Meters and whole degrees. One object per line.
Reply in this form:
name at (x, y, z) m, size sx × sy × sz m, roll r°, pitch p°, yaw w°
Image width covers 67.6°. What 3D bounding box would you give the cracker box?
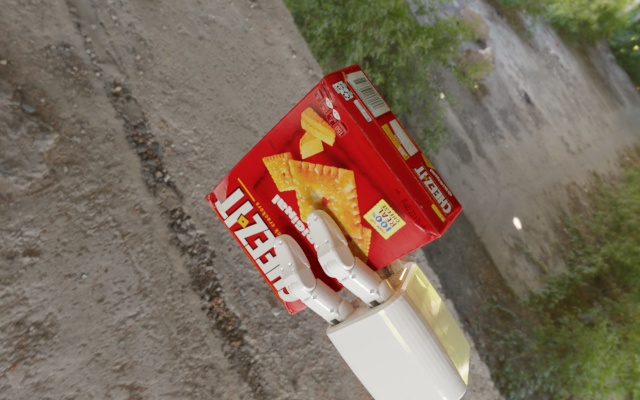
cracker box at (0.000, 0.001, 0.471) m, size 0.214 × 0.164 × 0.072 m, roll -37°, pitch -1°, yaw 39°
